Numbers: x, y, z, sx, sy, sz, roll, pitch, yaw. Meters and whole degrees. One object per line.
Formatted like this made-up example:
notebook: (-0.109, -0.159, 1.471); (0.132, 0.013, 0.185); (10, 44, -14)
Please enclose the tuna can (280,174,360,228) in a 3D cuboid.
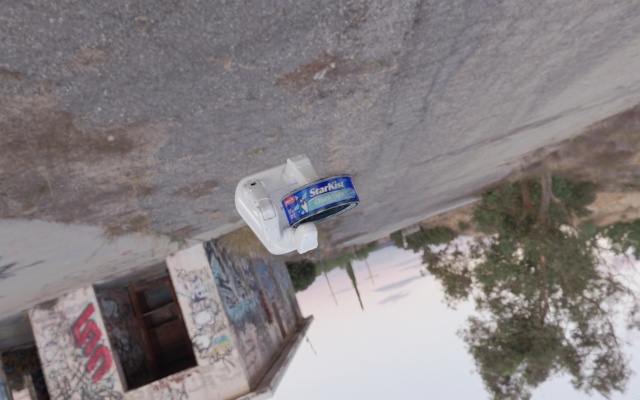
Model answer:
tuna can: (0.000, 0.002, 0.542); (0.086, 0.033, 0.086); (-19, -9, -3)
